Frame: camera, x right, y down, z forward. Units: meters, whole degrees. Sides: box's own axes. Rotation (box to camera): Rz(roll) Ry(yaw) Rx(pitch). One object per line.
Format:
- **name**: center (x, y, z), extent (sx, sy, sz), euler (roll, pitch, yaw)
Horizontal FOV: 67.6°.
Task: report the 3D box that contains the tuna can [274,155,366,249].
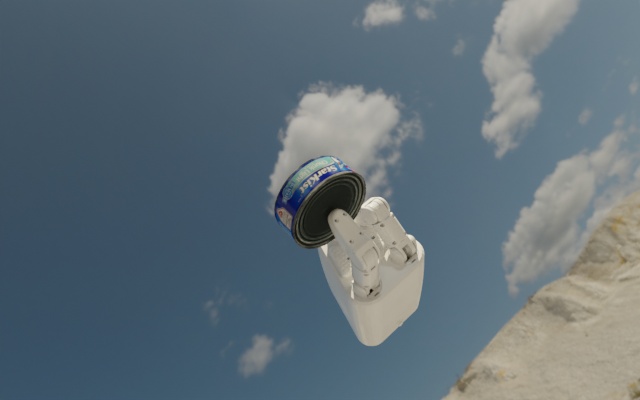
- **tuna can**: center (0.000, 0.001, 0.445), extent (0.086, 0.086, 0.033), euler (0, 34, -49)
